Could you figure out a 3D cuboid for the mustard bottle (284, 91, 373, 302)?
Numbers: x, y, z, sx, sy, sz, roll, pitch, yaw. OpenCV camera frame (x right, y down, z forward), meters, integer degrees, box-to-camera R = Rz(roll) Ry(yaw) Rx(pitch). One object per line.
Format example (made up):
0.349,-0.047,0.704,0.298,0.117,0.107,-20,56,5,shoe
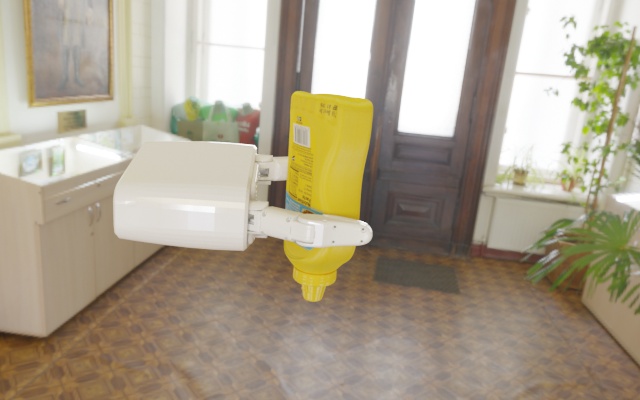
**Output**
0.000,0.001,0.433,0.058,0.192,0.096,-3,17,-29,mustard bottle
